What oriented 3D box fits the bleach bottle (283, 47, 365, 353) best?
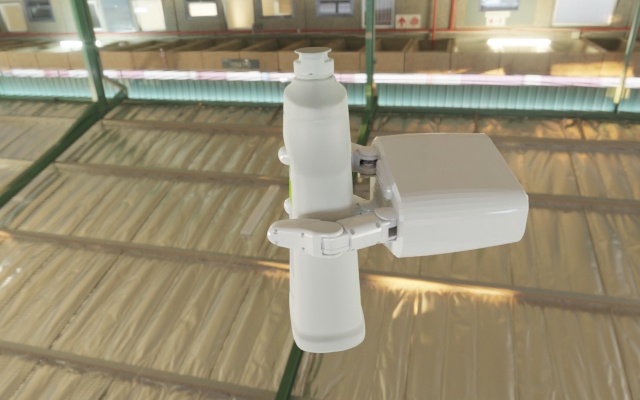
[{"bbox_3d":[0.000,0.001,0.411,0.068,0.251,0.102,-5,26,-6],"label":"bleach bottle"}]
